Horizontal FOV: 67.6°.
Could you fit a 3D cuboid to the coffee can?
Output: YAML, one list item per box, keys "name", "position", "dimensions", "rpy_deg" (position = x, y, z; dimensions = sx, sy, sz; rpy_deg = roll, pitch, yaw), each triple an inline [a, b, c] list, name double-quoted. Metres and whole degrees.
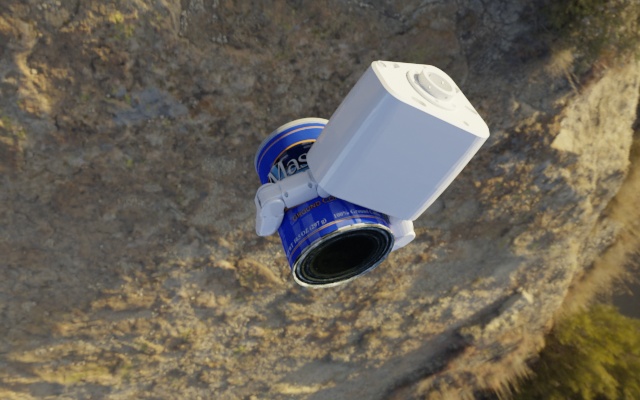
- name: "coffee can"
  position: [0.000, 0.002, 0.482]
  dimensions: [0.103, 0.140, 0.103]
  rpy_deg: [-15, -35, -11]
